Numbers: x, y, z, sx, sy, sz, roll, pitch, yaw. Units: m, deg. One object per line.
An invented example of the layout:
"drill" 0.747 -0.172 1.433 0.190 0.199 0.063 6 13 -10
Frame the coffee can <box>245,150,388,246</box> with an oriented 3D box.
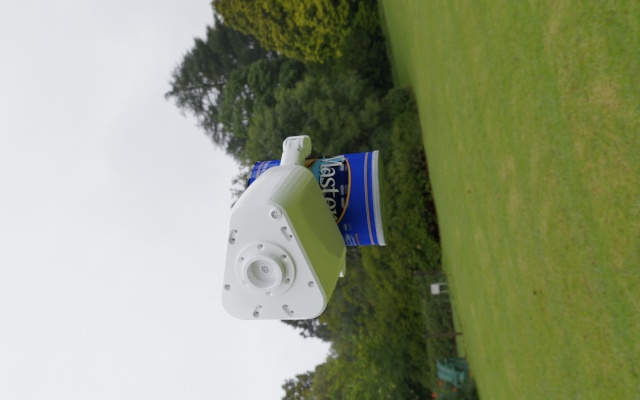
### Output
"coffee can" 0.000 0.002 0.530 0.140 0.103 0.103 -4 -1 11
